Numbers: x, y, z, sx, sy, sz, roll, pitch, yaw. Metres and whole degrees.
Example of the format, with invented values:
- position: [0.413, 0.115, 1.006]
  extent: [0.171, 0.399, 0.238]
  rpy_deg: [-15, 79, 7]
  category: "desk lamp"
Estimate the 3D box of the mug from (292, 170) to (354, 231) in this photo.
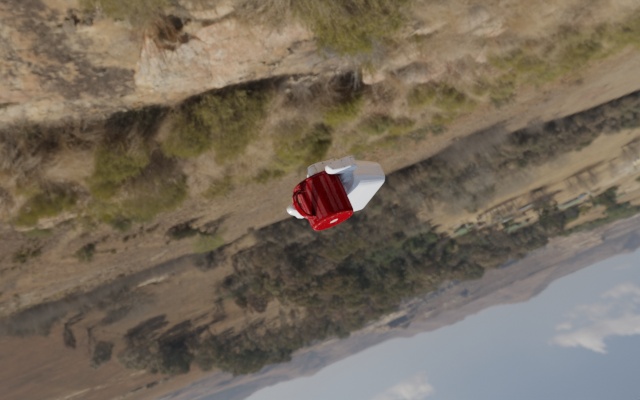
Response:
- position: [-0.001, 0.003, 0.849]
  extent: [0.117, 0.081, 0.093]
  rpy_deg: [-8, -22, -46]
  category: "mug"
